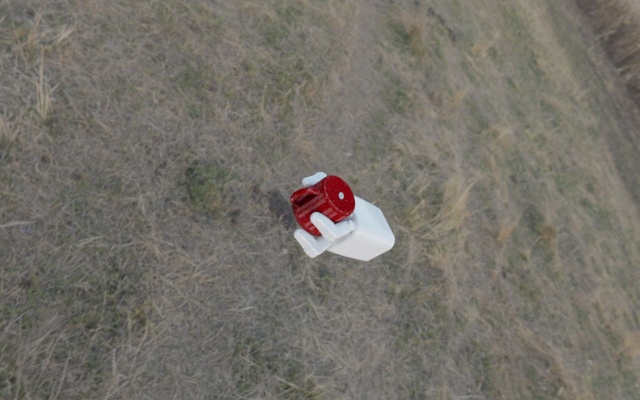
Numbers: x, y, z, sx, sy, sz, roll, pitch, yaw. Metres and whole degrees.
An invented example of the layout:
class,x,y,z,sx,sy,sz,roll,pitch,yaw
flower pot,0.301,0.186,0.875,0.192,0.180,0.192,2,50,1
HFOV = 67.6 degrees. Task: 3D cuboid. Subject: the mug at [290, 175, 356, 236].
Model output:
class,x,y,z,sx,sy,sz,roll,pitch,yaw
mug,-0.001,0.002,0.856,0.117,0.093,0.081,22,-42,-37
